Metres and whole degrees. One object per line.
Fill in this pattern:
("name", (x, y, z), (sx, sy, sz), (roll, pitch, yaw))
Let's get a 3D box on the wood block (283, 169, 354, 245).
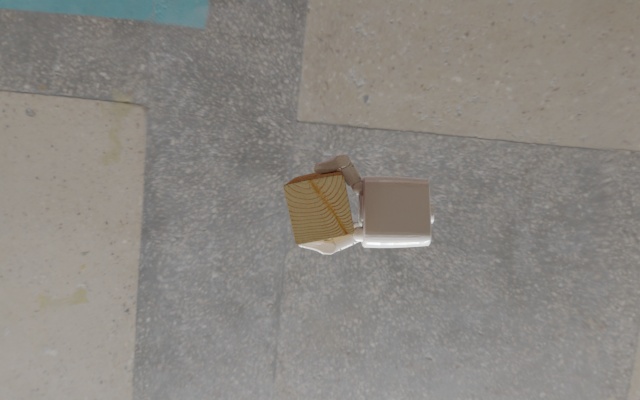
("wood block", (0.000, 0.002, 0.783), (0.090, 0.091, 0.206), (-11, 5, 2))
